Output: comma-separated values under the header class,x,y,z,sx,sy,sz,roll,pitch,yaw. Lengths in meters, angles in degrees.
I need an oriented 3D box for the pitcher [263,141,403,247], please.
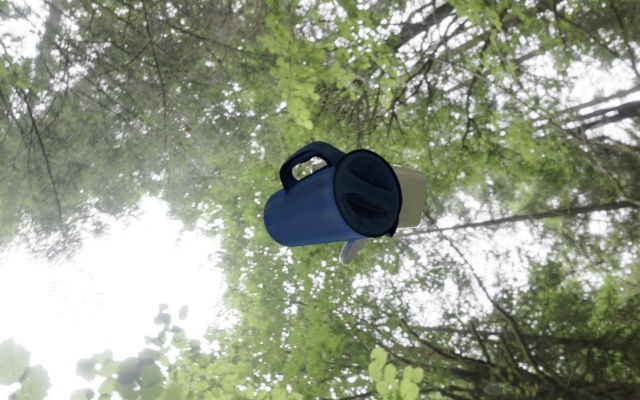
class,x,y,z,sx,sy,sz,roll,pitch,yaw
pitcher,0.000,0.003,0.783,0.145,0.149,0.243,1,-12,-36
